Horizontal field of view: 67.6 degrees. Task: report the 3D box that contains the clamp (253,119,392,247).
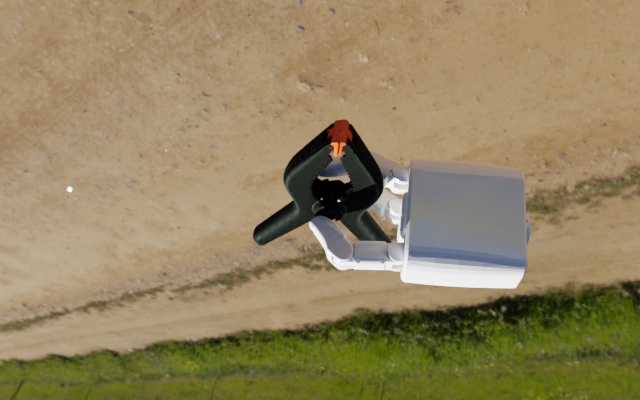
[{"bbox_3d":[0.000,0.002,0.481,0.164,0.036,0.210,3,-35,6],"label":"clamp"}]
